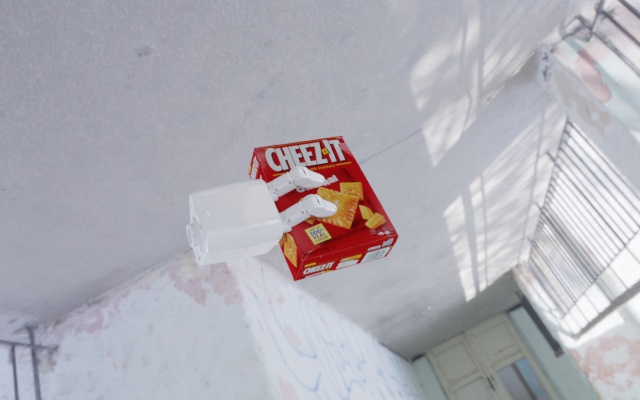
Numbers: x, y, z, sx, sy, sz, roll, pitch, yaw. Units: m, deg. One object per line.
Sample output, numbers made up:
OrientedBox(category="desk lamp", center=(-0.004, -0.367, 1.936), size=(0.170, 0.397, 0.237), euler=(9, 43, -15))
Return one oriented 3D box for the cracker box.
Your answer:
OrientedBox(category="cracker box", center=(0.000, 0.003, 0.747), size=(0.164, 0.213, 0.072), euler=(-11, -32, -25))
